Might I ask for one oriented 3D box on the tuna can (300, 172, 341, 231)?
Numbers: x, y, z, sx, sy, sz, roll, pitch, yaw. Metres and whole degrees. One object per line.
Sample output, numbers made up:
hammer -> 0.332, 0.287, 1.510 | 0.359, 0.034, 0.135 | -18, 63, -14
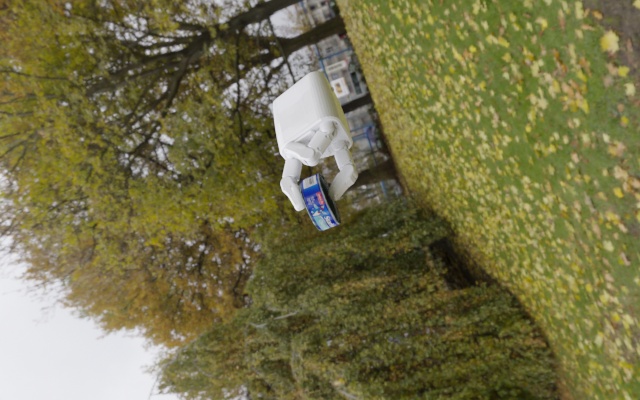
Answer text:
tuna can -> 0.000, 0.003, 0.735 | 0.034, 0.086, 0.086 | -22, -4, 9
